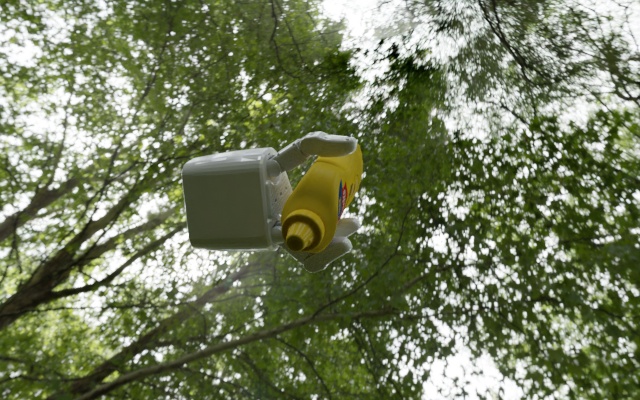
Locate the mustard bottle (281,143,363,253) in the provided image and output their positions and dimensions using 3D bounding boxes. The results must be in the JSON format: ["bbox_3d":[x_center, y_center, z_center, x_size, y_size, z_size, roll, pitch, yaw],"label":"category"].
[{"bbox_3d":[0.000,0.002,0.521,0.058,0.096,0.191,19,27,8],"label":"mustard bottle"}]
